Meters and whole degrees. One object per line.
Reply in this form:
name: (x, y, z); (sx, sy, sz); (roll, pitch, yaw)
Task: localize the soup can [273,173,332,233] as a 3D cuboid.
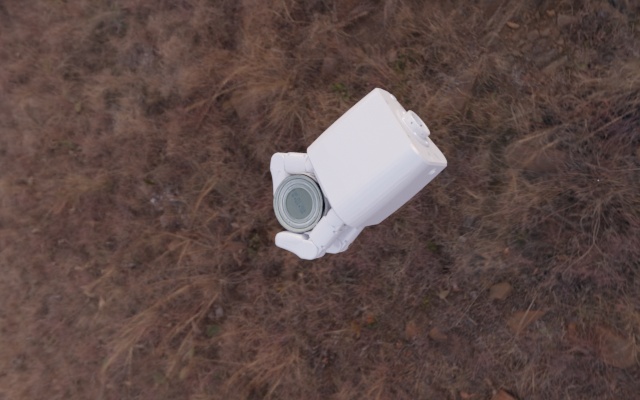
soup can: (0.000, 0.002, 0.566); (0.068, 0.068, 0.102); (0, 2, 30)
